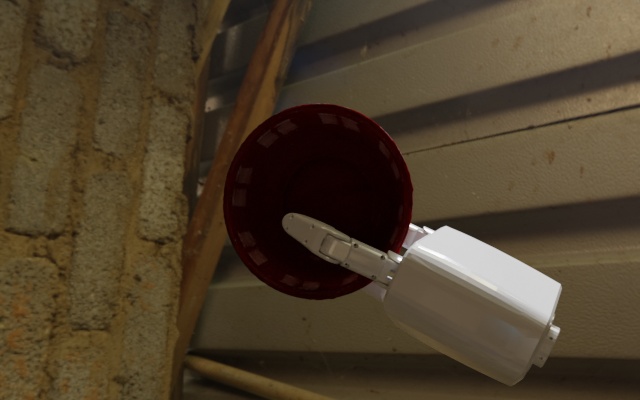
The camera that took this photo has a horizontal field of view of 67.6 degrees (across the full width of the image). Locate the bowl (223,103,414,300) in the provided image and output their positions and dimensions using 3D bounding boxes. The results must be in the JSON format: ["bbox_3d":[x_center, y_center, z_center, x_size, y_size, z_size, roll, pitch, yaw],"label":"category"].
[{"bbox_3d":[-0.001,0.001,0.417,0.162,0.162,0.055,0,-2,13],"label":"bowl"}]
